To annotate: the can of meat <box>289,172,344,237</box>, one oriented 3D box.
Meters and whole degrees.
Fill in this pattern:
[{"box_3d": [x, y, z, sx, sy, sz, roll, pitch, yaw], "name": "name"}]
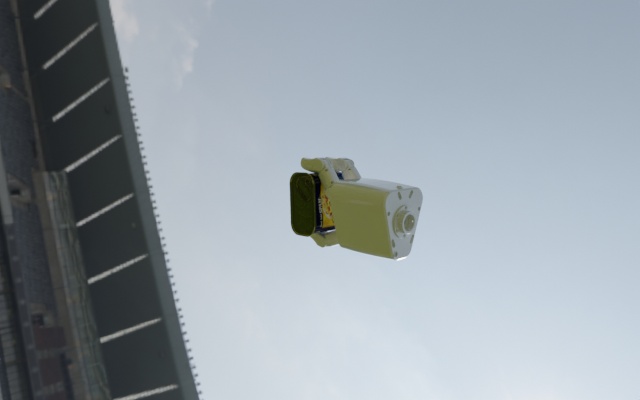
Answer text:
[{"box_3d": [0.000, 0.003, 0.782, 0.084, 0.102, 0.057, -7, 8, -42], "name": "can of meat"}]
